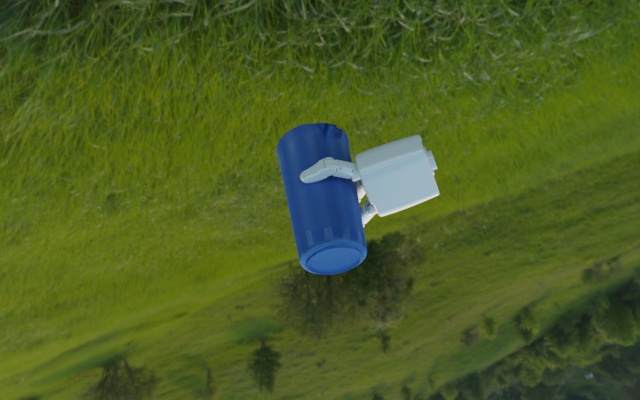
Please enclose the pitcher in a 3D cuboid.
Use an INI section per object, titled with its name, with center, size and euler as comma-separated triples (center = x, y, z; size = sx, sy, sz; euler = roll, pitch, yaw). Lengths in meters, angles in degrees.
[pitcher]
center = 0.000, 0.003, 0.815
size = 0.145, 0.242, 0.149
euler = -19, -35, 13
